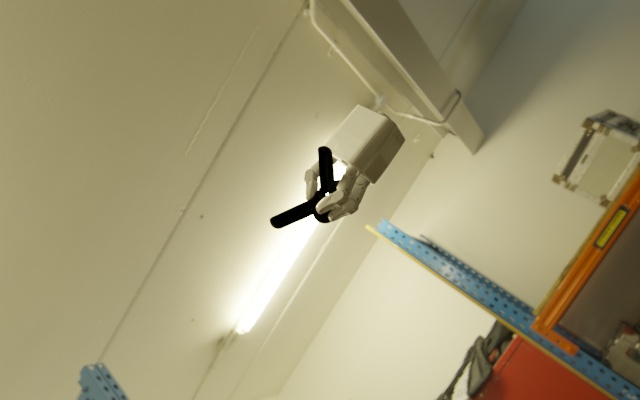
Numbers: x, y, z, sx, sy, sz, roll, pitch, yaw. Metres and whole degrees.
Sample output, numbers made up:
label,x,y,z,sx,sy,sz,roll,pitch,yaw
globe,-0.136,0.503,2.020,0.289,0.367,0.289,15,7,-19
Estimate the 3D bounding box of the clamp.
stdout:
label,x,y,z,sx,sy,sz,roll,pitch,yaw
clamp,0.000,0.002,0.881,0.036,0.164,0.210,40,2,30
